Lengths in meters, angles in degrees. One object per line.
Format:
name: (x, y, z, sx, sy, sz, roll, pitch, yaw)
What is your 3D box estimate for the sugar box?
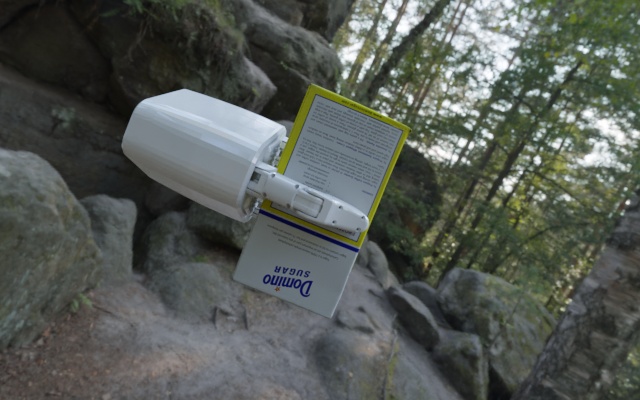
sugar box: (0.000, 0.001, 0.413, 0.093, 0.176, 0.048, 23, 6, -2)
